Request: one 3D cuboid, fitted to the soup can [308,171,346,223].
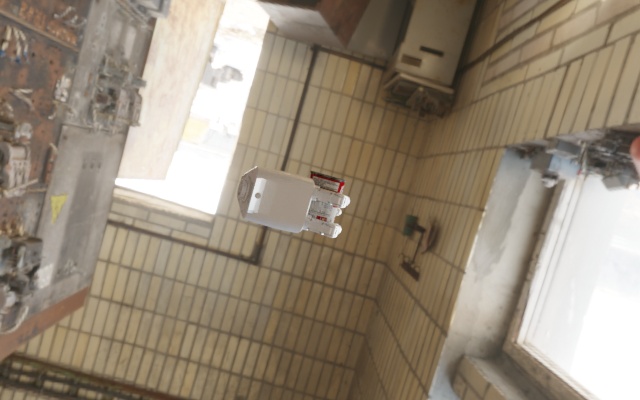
[{"bbox_3d":[0.000,0.003,0.879,0.068,0.102,0.068,16,4,-1],"label":"soup can"}]
